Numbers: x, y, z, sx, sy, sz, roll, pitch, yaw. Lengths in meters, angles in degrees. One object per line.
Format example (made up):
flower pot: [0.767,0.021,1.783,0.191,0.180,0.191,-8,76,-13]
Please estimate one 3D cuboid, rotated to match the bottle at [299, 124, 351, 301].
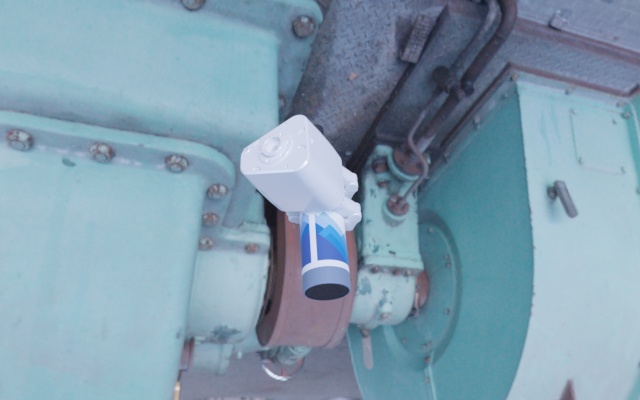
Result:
bottle: [0.000,0.003,0.735,0.069,0.295,0.069,-3,-32,-2]
